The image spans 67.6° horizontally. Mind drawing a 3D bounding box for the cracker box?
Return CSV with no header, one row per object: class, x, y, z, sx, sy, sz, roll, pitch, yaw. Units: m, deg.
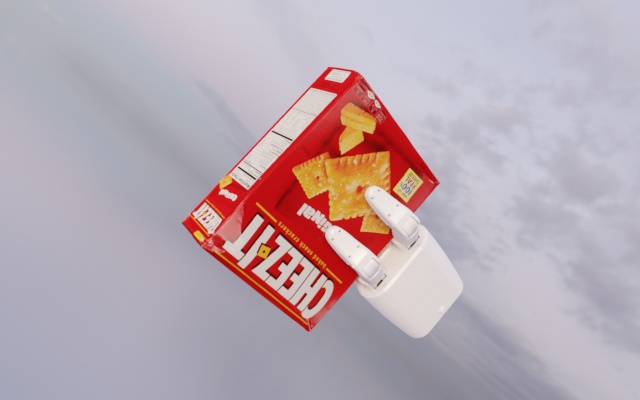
cracker box,0.000,0.001,0.481,0.164,0.213,0.072,47,-9,-33
